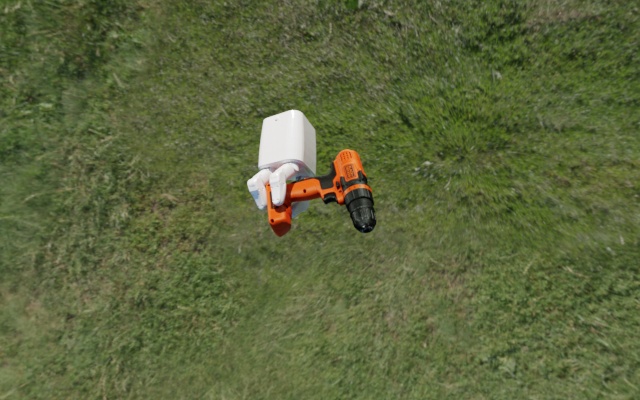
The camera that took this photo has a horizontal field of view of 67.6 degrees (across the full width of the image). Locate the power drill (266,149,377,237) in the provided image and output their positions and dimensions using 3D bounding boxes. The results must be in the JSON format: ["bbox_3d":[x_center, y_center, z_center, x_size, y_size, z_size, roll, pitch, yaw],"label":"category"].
[{"bbox_3d":[0.000,0.003,0.860,0.187,0.184,0.057,-17,-42,6],"label":"power drill"}]
